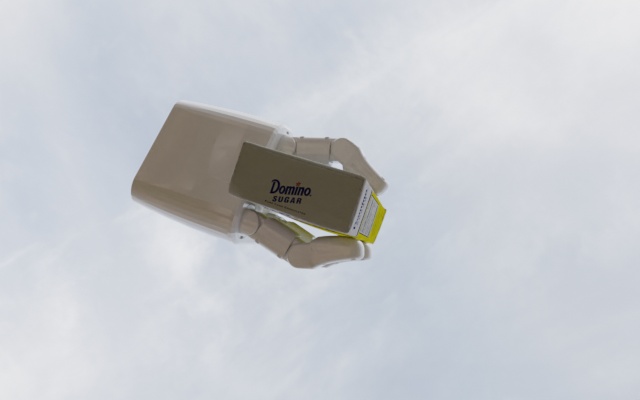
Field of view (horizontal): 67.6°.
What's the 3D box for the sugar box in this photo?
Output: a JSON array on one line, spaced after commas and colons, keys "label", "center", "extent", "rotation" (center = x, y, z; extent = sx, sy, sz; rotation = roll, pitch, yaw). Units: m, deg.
[{"label": "sugar box", "center": [0.000, 0.002, 0.402], "extent": [0.093, 0.048, 0.176], "rotation": [18, -1, 14]}]
